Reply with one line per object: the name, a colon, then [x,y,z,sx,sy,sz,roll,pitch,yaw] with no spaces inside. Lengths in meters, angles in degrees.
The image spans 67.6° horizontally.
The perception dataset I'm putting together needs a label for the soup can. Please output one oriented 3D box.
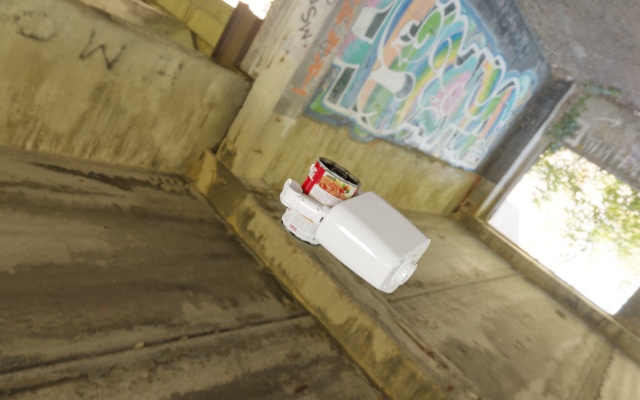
soup can: [0.000,0.002,0.646,0.068,0.102,0.068,30,16,-10]
